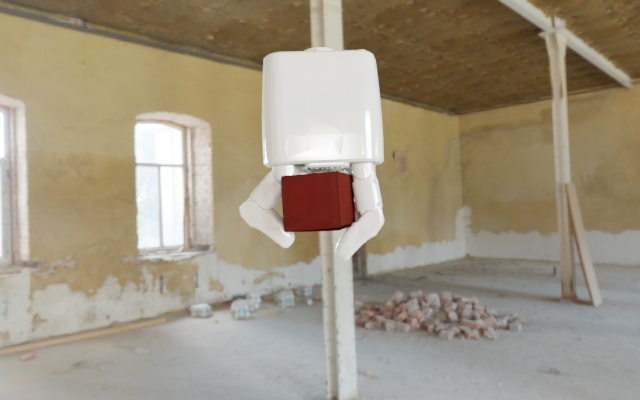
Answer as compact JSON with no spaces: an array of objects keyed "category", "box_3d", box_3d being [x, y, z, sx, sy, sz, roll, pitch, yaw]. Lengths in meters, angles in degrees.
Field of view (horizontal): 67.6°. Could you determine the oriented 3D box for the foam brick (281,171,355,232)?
[{"category":"foam brick","box_3d":[0.000,0.002,0.447,0.053,0.051,0.078,-3,-1,13]}]
